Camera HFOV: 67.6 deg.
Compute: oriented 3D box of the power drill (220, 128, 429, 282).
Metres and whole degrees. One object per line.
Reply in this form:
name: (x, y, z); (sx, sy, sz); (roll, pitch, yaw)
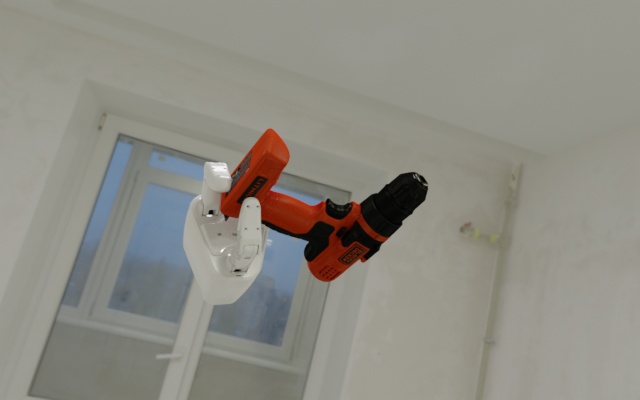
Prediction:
power drill: (0.000, 0.002, 0.529); (0.188, 0.184, 0.057); (32, 30, -23)
